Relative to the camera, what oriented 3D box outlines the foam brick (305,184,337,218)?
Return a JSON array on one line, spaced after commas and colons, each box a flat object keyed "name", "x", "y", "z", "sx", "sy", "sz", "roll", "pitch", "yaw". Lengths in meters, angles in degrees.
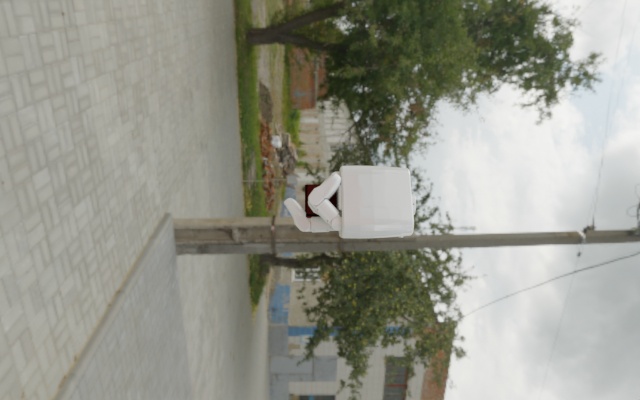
[{"name": "foam brick", "x": 0.000, "y": 0.003, "z": 0.795, "sx": 0.051, "sy": 0.053, "sz": 0.078, "roll": 0, "pitch": -3, "yaw": -1}]
